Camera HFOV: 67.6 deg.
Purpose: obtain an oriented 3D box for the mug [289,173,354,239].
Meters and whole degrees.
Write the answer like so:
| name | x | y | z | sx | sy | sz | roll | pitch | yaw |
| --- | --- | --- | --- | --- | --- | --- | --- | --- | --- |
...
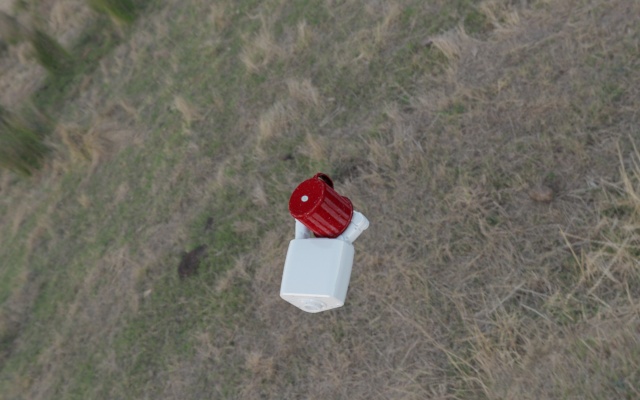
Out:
| name | x | y | z | sx | sy | sz | roll | pitch | yaw |
| --- | --- | --- | --- | --- | --- | --- | --- | --- | --- |
| mug | 0.000 | 0.001 | 0.851 | 0.093 | 0.117 | 0.081 | -13 | -37 | 36 |
